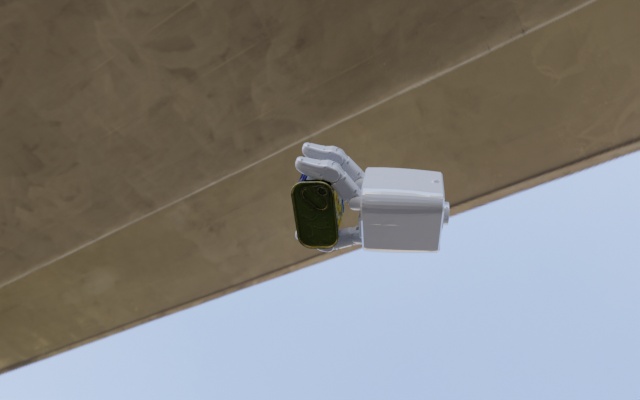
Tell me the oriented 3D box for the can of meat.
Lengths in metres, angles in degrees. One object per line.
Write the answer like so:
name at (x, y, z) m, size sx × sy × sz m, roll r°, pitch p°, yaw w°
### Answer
can of meat at (0.000, 0.002, 0.667) m, size 0.057 × 0.102 × 0.084 m, roll -1°, pitch 28°, yaw 12°
